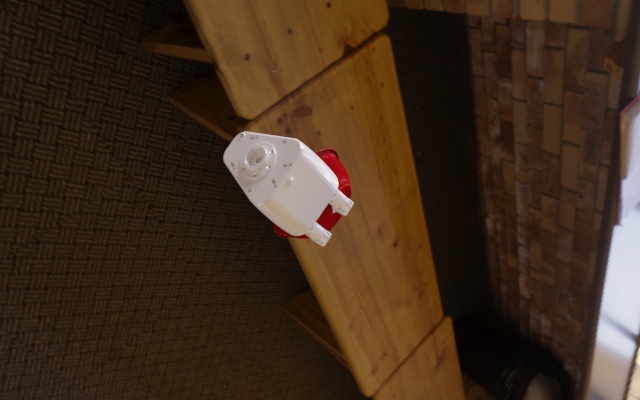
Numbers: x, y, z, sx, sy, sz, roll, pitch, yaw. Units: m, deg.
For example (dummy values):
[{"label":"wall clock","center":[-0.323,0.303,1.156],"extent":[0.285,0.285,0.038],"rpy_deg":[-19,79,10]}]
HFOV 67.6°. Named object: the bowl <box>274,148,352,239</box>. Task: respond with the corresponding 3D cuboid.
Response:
[{"label":"bowl","center":[0.001,0.003,0.745],"extent":[0.055,0.162,0.162],"rpy_deg":[32,13,21]}]
